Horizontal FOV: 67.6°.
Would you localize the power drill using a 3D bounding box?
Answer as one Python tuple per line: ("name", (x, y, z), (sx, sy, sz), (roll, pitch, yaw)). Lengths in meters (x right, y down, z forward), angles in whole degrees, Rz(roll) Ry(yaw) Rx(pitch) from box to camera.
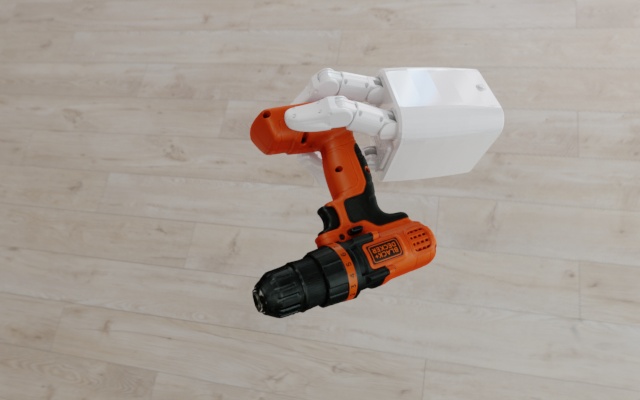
("power drill", (0.000, 0.001, 0.446), (0.184, 0.187, 0.057), (-14, -17, -29))
